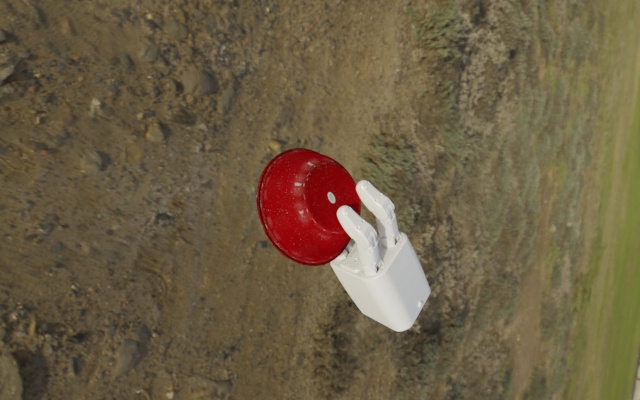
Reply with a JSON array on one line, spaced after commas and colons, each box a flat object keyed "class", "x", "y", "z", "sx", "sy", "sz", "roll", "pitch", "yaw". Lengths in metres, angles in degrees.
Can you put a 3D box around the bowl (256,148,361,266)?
[{"class": "bowl", "x": -0.001, "y": 0.001, "z": 0.619, "sx": 0.162, "sy": 0.162, "sz": 0.055, "roll": 0, "pitch": -12, "yaw": -38}]
